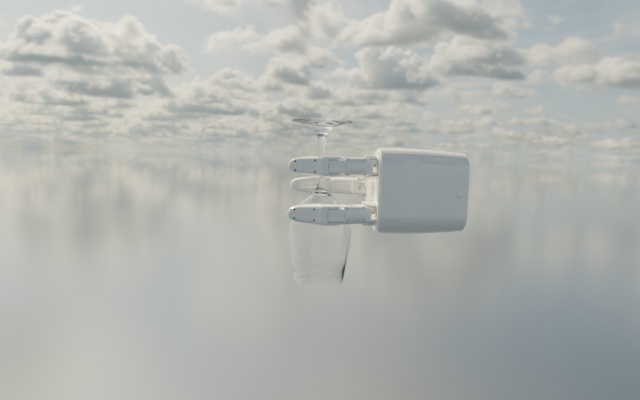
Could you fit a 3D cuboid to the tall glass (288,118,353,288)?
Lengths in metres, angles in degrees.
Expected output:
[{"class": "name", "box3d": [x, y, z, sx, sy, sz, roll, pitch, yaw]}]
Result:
[{"class": "tall glass", "box3d": [0.000, 0.001, 0.589, 0.079, 0.201, 0.079, 2, 6, 0]}]
